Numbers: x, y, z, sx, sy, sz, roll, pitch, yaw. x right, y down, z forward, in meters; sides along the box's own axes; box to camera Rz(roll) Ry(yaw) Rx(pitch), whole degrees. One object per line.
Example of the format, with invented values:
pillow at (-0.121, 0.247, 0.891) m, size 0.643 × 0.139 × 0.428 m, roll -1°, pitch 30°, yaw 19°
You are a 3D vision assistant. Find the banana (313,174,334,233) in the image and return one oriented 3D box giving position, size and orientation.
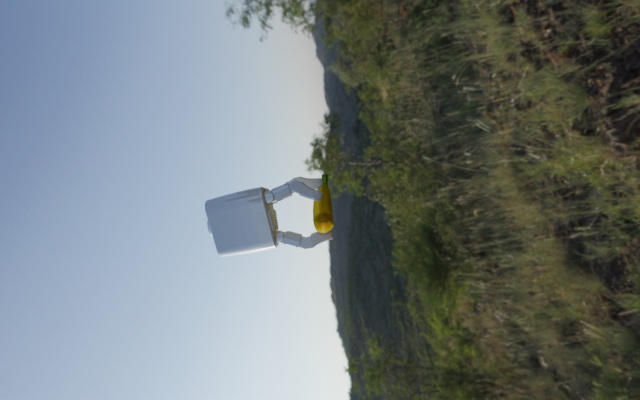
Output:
banana at (0.003, 0.018, 0.861) m, size 0.037 × 0.070 × 0.197 m, roll -9°, pitch 24°, yaw 2°
